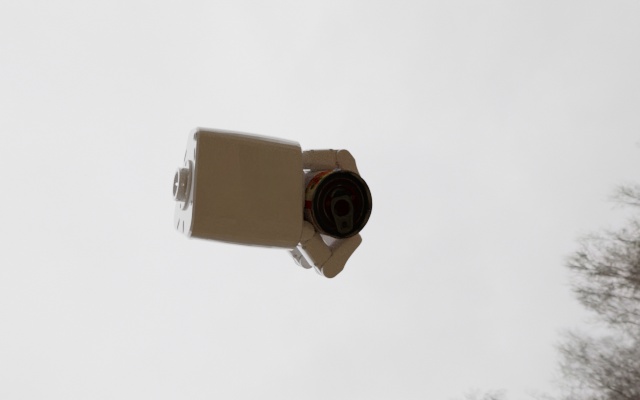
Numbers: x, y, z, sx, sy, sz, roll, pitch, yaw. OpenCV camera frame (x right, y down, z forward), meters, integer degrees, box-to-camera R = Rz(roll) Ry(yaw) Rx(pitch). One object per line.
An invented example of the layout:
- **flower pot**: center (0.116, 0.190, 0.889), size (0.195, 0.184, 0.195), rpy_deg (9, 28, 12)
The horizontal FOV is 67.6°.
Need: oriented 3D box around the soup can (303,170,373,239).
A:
- **soup can**: center (0.000, 0.002, 0.512), size (0.068, 0.068, 0.102), rpy_deg (0, 3, -26)
